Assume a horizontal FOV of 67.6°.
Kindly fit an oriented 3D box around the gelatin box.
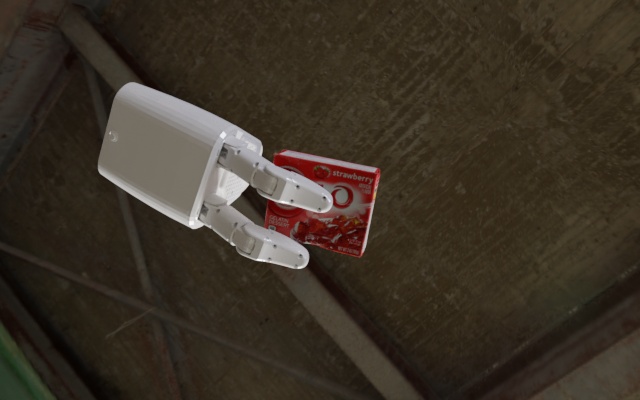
[{"bbox_3d":[0.000,0.001,0.405,0.089,0.073,0.030,12,15,9],"label":"gelatin box"}]
